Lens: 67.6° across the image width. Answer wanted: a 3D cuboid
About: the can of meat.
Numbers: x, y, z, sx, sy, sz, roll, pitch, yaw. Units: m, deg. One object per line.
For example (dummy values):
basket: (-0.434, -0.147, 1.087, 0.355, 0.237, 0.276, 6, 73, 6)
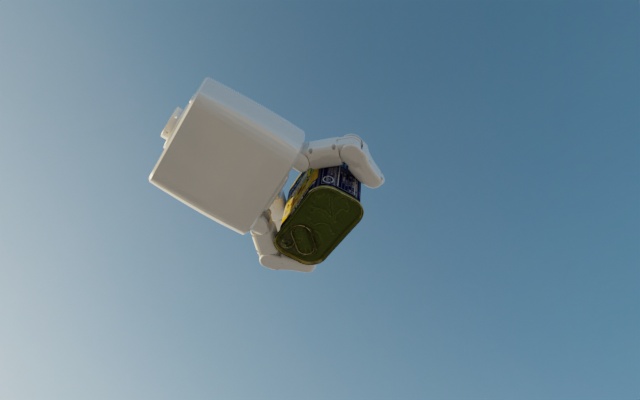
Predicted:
can of meat: (0.000, 0.001, 0.490, 0.057, 0.102, 0.084, 27, 37, -15)
